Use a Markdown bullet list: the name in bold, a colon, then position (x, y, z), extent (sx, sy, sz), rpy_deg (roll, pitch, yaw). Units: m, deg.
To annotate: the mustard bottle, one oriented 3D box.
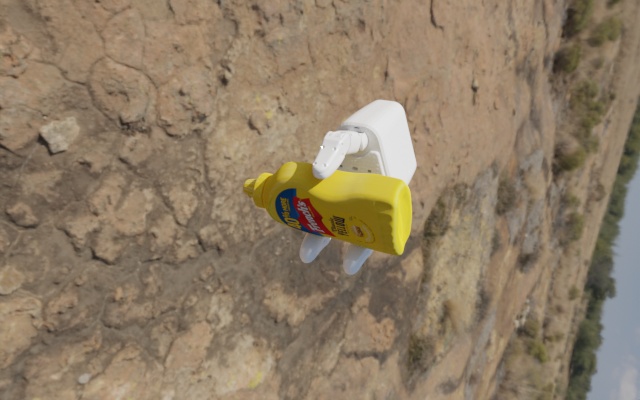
- **mustard bottle**: position (0.000, 0.002, 0.523), extent (0.191, 0.058, 0.096), rpy_deg (12, -34, 23)
